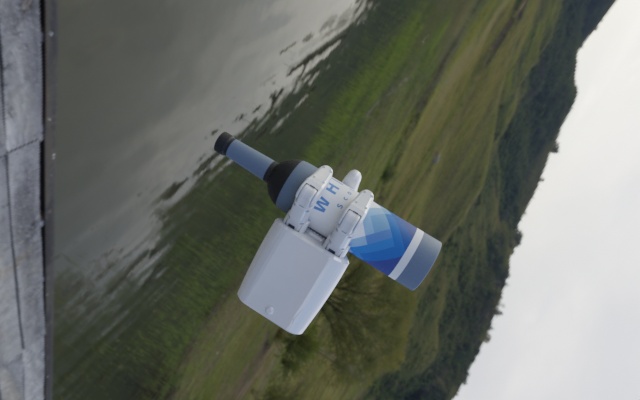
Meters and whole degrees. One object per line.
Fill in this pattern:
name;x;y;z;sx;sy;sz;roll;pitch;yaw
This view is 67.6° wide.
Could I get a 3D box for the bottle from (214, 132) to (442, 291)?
bottle;0.000;0.002;0.578;0.295;0.069;0.069;31;4;6
